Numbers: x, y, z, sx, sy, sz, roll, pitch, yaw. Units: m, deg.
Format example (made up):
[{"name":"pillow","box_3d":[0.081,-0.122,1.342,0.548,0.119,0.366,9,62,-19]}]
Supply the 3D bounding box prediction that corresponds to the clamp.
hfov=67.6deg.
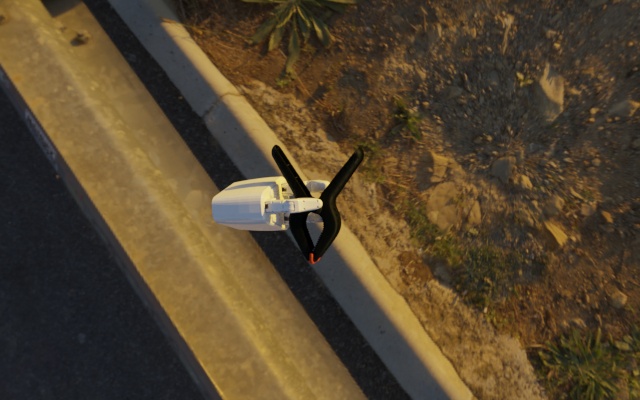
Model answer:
[{"name":"clamp","box_3d":[0.000,0.003,0.815,0.164,0.210,0.036,-3,4,21]}]
